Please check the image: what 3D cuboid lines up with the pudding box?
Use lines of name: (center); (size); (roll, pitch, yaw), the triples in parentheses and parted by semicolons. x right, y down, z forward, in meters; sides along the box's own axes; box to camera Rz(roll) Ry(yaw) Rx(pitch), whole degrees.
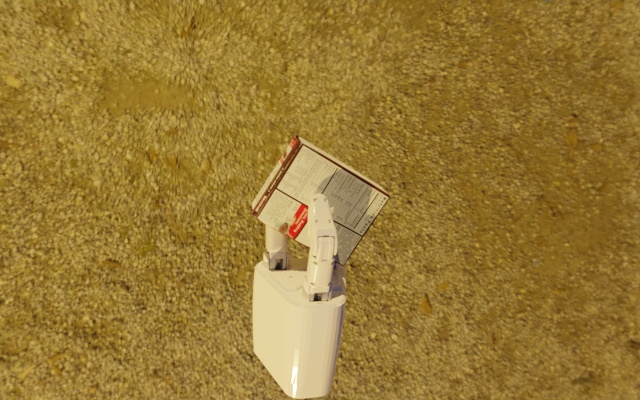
pudding box: (0.000, 0.002, 0.479); (0.113, 0.090, 0.039); (30, 8, -22)
